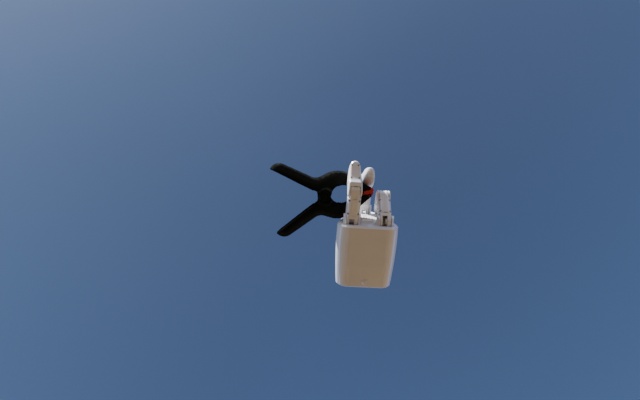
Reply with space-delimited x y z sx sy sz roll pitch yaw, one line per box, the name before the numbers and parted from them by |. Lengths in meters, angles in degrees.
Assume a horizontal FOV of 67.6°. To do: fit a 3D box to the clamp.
clamp | 0.000 0.002 0.789 0.171 0.120 0.039 3 13 -3
